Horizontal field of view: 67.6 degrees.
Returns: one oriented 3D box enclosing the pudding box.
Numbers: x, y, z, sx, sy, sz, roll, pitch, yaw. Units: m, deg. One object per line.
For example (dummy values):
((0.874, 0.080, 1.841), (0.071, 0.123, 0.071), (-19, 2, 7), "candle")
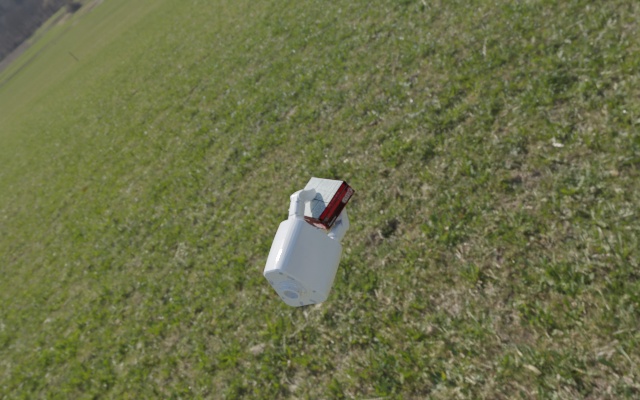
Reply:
((0.000, 0.003, 0.893), (0.039, 0.090, 0.113), (45, -18, -31), "pudding box")
